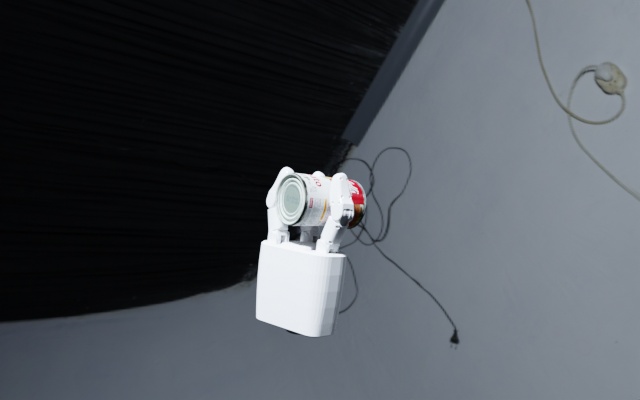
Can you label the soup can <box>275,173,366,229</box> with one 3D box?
[{"bbox_3d":[0.000,0.002,0.624,0.102,0.068,0.068,5,-3,-39],"label":"soup can"}]
